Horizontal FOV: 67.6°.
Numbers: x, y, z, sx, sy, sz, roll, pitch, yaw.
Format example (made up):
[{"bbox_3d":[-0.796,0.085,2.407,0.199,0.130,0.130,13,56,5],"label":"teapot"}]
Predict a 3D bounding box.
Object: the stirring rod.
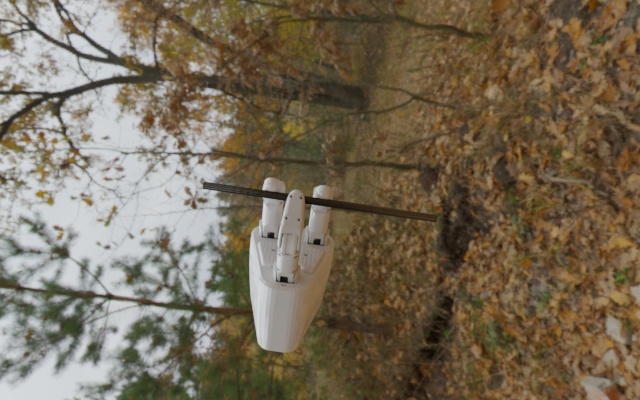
[{"bbox_3d":[0.000,0.002,0.489,0.239,0.011,0.011,8,0,-1],"label":"stirring rod"}]
